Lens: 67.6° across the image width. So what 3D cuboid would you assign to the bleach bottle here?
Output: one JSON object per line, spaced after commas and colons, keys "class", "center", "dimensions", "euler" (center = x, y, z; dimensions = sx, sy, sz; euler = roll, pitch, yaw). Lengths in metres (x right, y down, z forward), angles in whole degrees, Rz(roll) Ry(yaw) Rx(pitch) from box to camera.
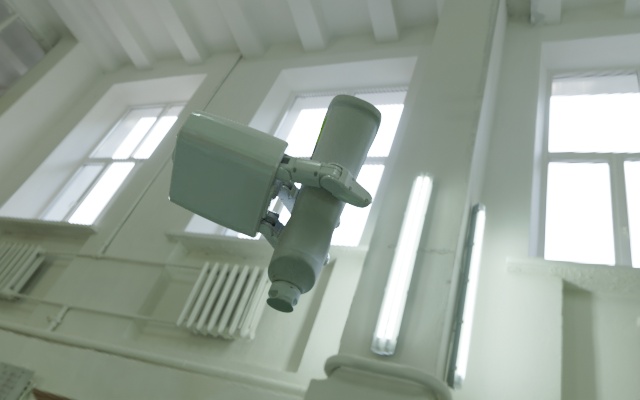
{"class": "bleach bottle", "center": [0.000, 0.002, 0.524], "dimensions": [0.068, 0.250, 0.103], "euler": [21, -36, 0]}
